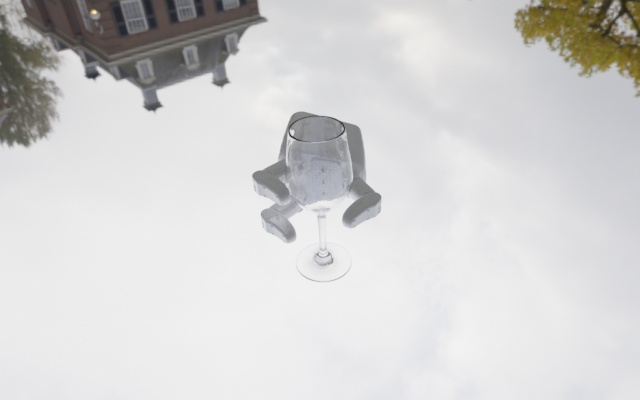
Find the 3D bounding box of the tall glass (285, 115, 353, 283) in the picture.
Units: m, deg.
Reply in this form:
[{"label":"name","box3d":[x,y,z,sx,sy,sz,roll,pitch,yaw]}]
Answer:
[{"label":"tall glass","box3d":[0.000,0.003,0.572,0.079,0.201,0.079,-2,37,1]}]
